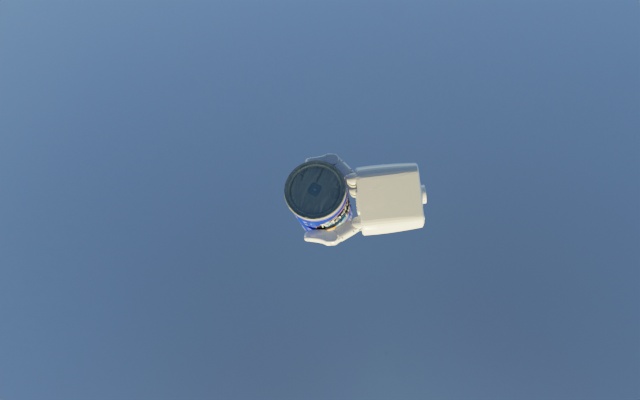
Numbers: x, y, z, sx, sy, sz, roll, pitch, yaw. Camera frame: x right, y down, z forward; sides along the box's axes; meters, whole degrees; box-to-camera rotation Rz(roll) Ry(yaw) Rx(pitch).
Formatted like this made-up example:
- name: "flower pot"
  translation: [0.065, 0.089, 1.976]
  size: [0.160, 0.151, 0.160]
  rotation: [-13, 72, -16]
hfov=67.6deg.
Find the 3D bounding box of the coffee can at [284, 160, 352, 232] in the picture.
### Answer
- name: "coffee can"
  translation: [0.000, 0.003, 0.843]
  size: [0.103, 0.102, 0.140]
  rotation: [0, -17, 8]
